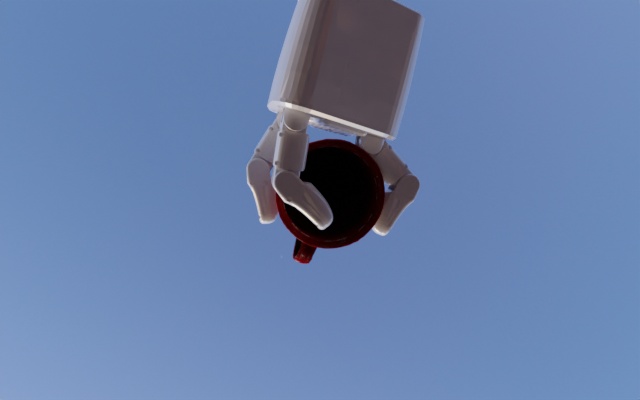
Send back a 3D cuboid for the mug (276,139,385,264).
[{"bbox_3d":[0.000,0.003,0.439,0.093,0.117,0.081,16,5,-10],"label":"mug"}]
